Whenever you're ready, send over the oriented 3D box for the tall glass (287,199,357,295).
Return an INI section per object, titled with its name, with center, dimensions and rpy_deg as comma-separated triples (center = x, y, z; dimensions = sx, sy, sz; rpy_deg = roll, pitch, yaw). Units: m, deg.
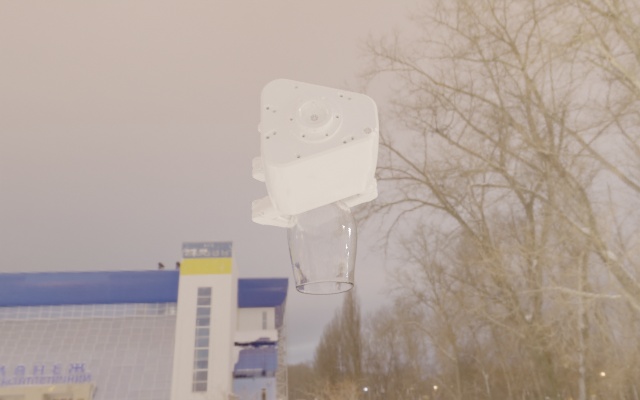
[tall glass]
center = 0.000, 0.001, 0.545
dimensions = 0.079, 0.201, 0.079
rpy_deg = -2, -22, -1
